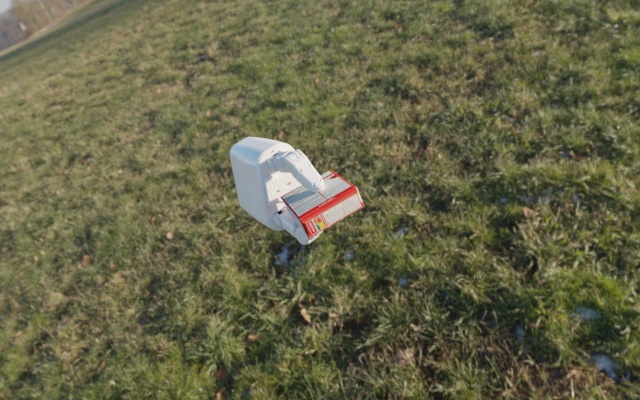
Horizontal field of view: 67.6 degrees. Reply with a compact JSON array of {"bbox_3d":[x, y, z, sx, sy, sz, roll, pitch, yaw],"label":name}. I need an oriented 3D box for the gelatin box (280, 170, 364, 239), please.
[{"bbox_3d":[0.000,0.002,0.561,0.073,0.030,0.089,-29,24,-9],"label":"gelatin box"}]
